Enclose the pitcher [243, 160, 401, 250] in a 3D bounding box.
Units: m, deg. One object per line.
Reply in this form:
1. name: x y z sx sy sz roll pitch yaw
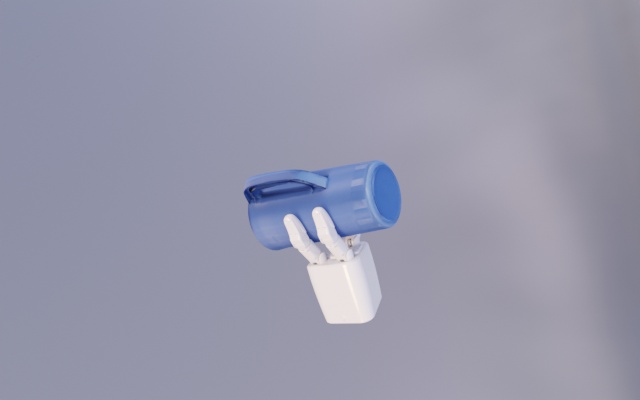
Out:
1. pitcher: 0.000 0.003 0.795 0.243 0.145 0.149 -11 8 35
